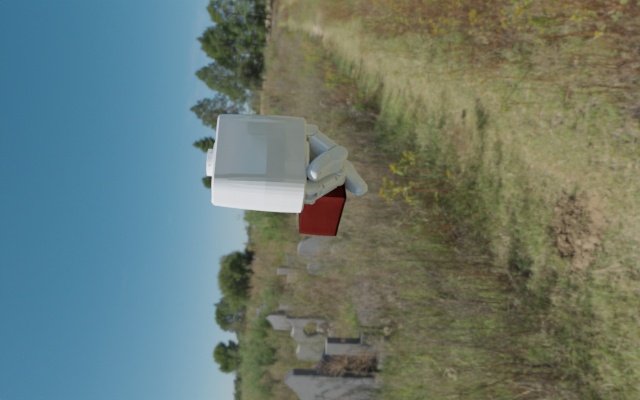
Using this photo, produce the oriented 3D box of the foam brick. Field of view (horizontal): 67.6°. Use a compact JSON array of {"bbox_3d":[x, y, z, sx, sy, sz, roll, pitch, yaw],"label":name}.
[{"bbox_3d":[0.000,0.002,0.623,0.051,0.053,0.078,2,-44,-9],"label":"foam brick"}]
